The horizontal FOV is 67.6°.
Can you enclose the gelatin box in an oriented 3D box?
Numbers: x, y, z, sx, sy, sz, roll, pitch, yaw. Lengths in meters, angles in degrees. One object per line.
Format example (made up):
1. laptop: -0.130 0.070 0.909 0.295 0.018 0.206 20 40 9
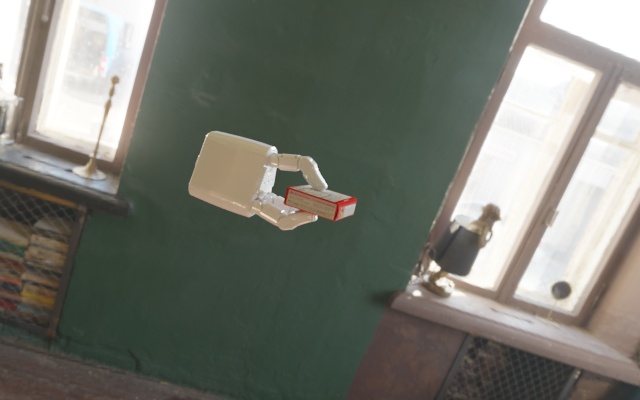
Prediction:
1. gelatin box: 0.001 0.002 0.723 0.089 0.030 0.073 17 12 23
